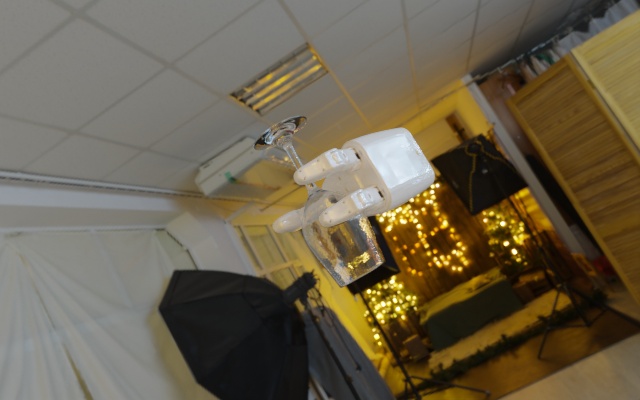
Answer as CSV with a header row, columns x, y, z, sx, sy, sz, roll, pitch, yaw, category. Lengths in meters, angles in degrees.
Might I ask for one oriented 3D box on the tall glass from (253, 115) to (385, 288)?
x,y,z,sx,sy,sz,roll,pitch,yaw,category
0.000,0.001,0.573,0.079,0.201,0.079,-29,-8,-5,tall glass
